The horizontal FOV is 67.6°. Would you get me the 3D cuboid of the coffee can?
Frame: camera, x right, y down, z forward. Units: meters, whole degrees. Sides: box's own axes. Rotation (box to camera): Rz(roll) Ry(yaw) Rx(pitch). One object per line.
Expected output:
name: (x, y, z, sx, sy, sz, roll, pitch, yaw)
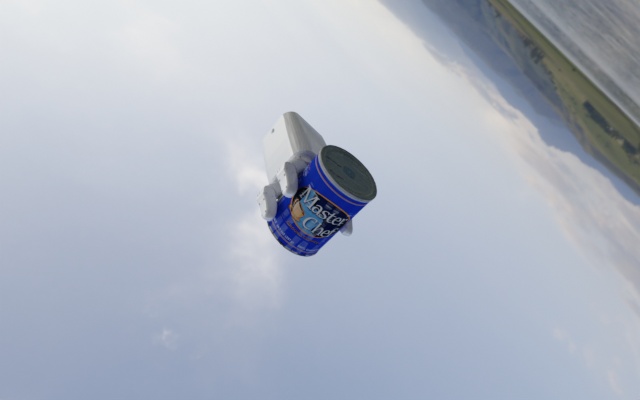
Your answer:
coffee can: (0.000, 0.002, 0.708, 0.103, 0.102, 0.140, 0, -38, -49)
